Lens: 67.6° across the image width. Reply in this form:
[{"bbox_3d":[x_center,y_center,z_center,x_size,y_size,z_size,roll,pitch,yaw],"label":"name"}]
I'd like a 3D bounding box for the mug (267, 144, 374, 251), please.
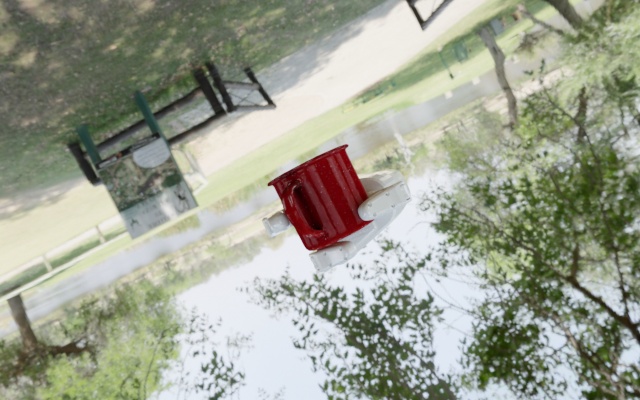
[{"bbox_3d":[0.000,0.002,0.477,0.093,0.081,0.117,-26,1,26],"label":"mug"}]
